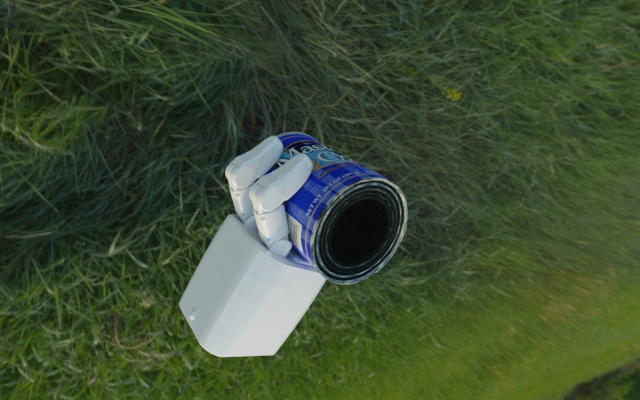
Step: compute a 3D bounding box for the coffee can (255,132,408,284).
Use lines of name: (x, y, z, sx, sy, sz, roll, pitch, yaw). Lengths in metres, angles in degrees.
coffee can: (0.000, 0.001, 0.464, 0.103, 0.103, 0.140, 0, 22, -34)
